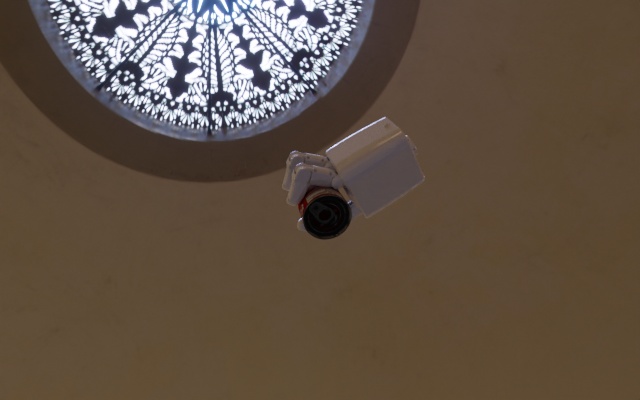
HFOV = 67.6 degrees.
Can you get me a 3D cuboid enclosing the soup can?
[{"bbox_3d":[0.000,0.002,0.692,0.068,0.068,0.102,0,25,-12],"label":"soup can"}]
